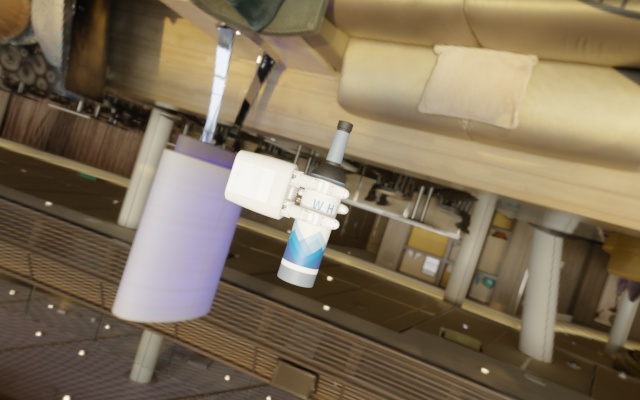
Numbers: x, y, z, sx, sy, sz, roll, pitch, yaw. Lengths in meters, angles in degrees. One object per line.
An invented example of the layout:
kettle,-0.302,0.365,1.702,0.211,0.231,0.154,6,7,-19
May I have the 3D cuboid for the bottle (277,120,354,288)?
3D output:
bottle,0.000,0.003,0.844,0.069,0.295,0.069,18,1,0
